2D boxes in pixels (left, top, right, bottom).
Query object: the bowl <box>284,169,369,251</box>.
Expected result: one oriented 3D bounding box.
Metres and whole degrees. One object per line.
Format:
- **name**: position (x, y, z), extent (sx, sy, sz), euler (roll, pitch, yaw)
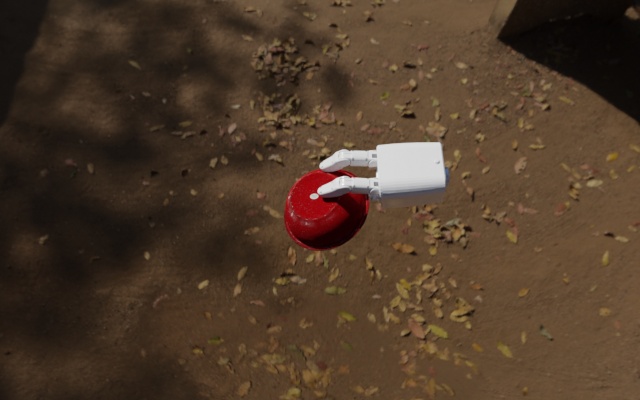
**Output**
- **bowl**: position (-0.001, 0.003, 0.827), extent (0.162, 0.162, 0.055), euler (0, -26, 23)
